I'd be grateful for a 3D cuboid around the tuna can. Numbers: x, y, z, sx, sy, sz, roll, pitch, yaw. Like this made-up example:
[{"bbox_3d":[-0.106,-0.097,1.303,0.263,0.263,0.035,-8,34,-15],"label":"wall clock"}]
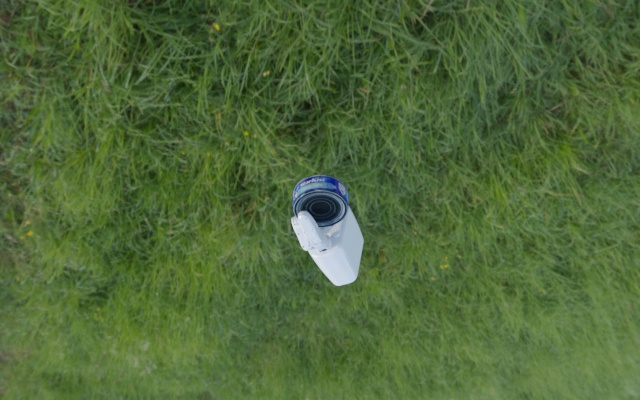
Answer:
[{"bbox_3d":[0.000,0.003,0.732,0.086,0.033,0.086,0,-44,0],"label":"tuna can"}]
